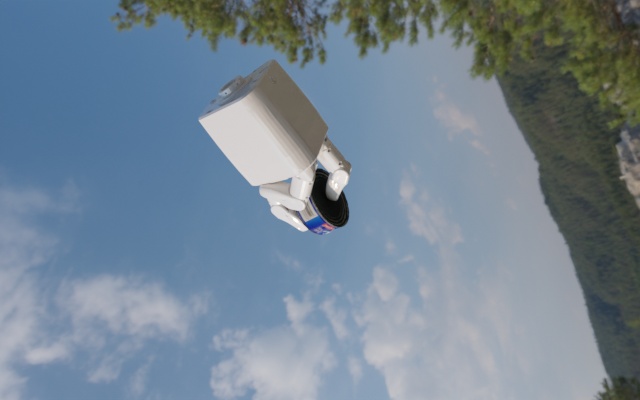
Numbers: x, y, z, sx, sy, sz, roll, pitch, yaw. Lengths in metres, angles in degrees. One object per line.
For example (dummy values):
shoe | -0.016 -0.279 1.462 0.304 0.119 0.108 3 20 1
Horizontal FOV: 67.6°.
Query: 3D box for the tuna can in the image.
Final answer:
tuna can | 0.000 0.002 0.644 0.034 0.086 0.086 -27 -14 30
